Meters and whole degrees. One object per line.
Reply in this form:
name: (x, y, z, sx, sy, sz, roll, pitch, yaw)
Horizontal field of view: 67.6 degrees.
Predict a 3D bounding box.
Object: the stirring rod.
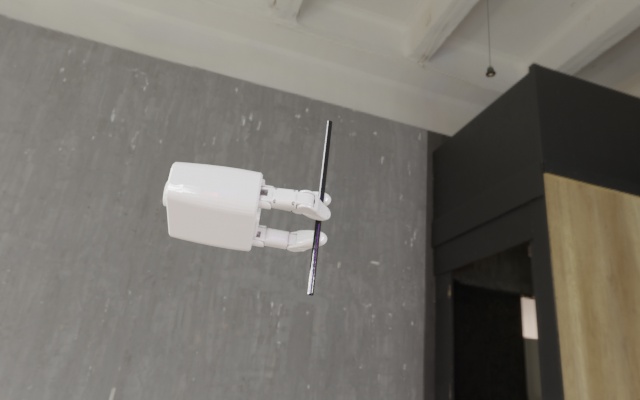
stirring rod: (0.000, 0.002, 0.615, 0.011, 0.239, 0.011, 5, -22, 2)
